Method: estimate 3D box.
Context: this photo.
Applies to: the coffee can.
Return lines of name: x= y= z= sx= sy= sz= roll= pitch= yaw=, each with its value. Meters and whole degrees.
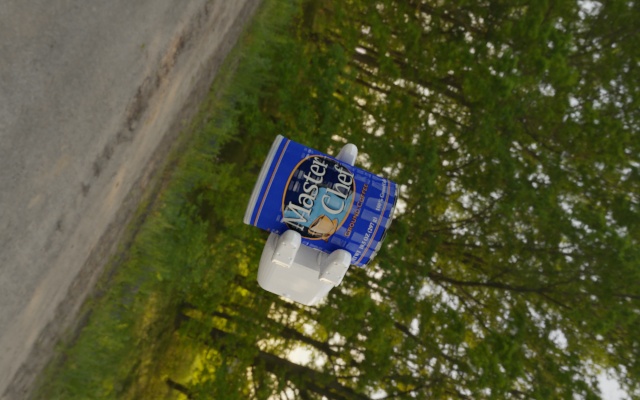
coffee can: x=0.000 y=0.002 z=0.522 sx=0.140 sy=0.103 sz=0.103 roll=22 pitch=-2 yaw=-4
